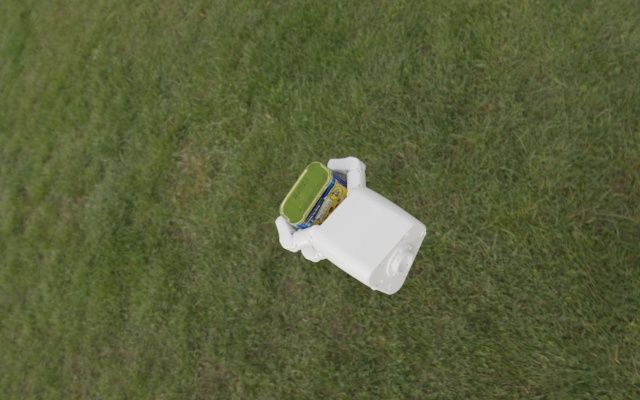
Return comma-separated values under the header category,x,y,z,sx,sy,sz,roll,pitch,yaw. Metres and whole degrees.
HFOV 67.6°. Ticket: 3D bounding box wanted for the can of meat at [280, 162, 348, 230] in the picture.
category,x,y,z,sx,sy,sz,roll,pitch,yaw
can of meat,0.000,0.002,0.704,0.057,0.102,0.084,36,3,39
